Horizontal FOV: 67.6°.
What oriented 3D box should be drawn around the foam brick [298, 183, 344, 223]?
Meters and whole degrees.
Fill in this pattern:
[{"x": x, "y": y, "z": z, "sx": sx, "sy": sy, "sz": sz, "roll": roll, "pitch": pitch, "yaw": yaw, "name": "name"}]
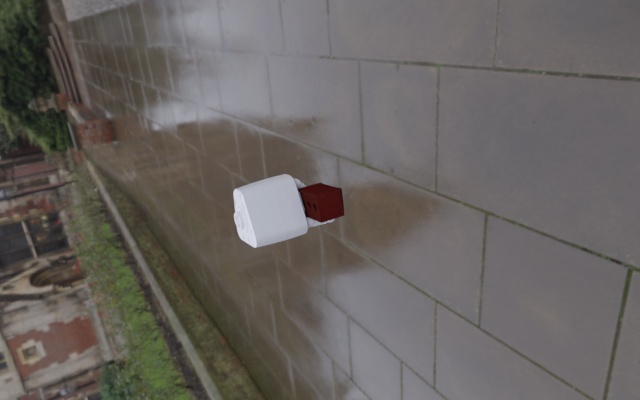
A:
[{"x": 0.000, "y": 0.003, "z": 0.867, "sx": 0.051, "sy": 0.053, "sz": 0.078, "roll": -16, "pitch": 17, "yaw": -27, "name": "foam brick"}]
